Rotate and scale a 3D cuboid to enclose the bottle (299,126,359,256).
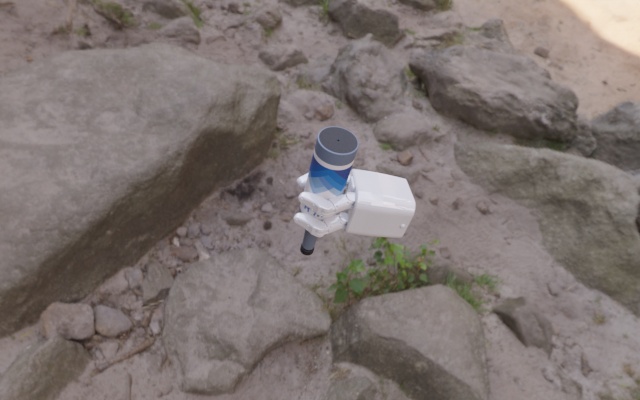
[{"bbox_3d":[0.000,0.003,0.850,0.069,0.069,0.296,0,-41,-14],"label":"bottle"}]
